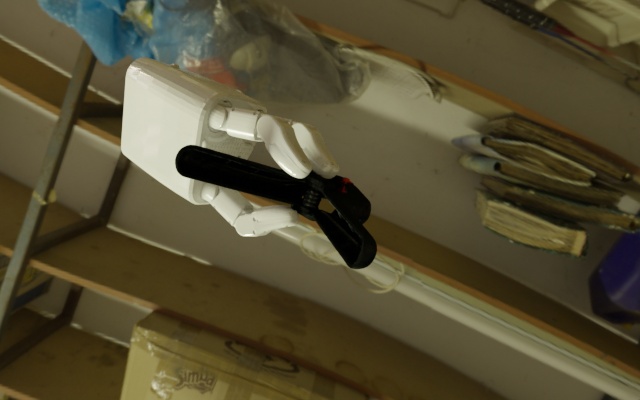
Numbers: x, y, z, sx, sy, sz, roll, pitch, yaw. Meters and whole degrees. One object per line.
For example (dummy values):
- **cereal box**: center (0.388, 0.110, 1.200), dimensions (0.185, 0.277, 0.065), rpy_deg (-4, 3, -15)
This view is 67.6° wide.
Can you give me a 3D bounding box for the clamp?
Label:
- **clamp**: center (0.000, 0.002, 0.416), dimensions (0.164, 0.036, 0.210), rpy_deg (30, 13, 22)
